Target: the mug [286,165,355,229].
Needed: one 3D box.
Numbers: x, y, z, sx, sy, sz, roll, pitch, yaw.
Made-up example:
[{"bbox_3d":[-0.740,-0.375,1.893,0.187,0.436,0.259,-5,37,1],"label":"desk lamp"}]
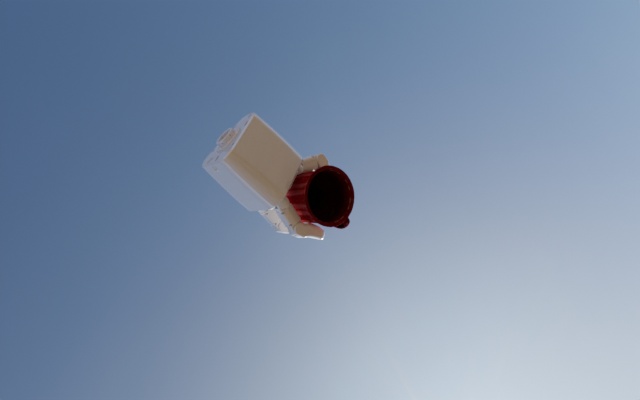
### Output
[{"bbox_3d":[0.001,0.003,0.755,0.117,0.093,0.081,45,-25,-25],"label":"mug"}]
